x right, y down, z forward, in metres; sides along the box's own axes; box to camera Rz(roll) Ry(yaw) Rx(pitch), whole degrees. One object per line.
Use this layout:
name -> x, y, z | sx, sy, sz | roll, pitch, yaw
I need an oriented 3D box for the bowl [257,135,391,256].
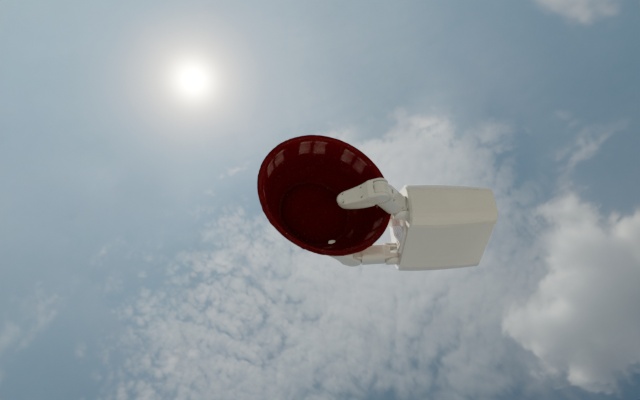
bowl -> -0.001, 0.002, 0.569 | 0.162, 0.162, 0.055 | 0, -30, -19
